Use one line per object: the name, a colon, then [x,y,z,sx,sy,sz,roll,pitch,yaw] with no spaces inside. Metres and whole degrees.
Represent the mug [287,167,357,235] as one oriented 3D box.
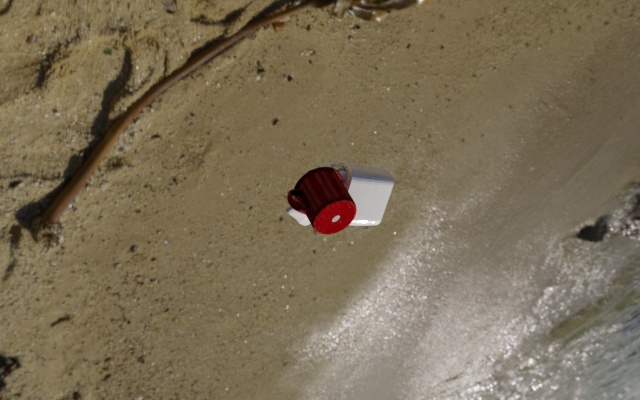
mug: [-0.001,0.003,0.806,0.117,0.093,0.081,4,38,-32]
